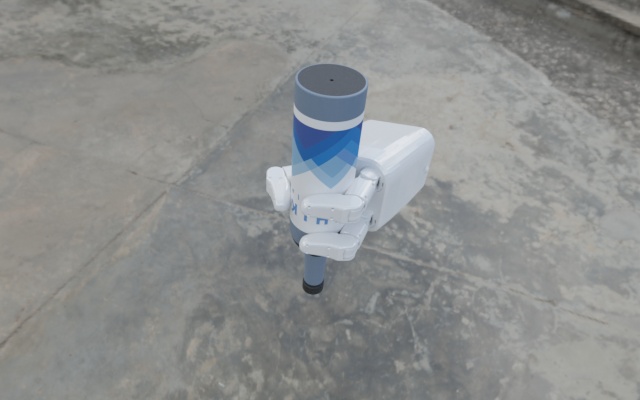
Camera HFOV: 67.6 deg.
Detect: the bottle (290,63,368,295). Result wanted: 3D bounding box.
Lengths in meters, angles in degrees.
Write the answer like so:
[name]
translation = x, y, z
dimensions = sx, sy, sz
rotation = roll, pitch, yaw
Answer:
[bottle]
translation = 0.000, 0.002, 0.525
dimensions = 0.069, 0.296, 0.069
rotation = 3, 41, -3
